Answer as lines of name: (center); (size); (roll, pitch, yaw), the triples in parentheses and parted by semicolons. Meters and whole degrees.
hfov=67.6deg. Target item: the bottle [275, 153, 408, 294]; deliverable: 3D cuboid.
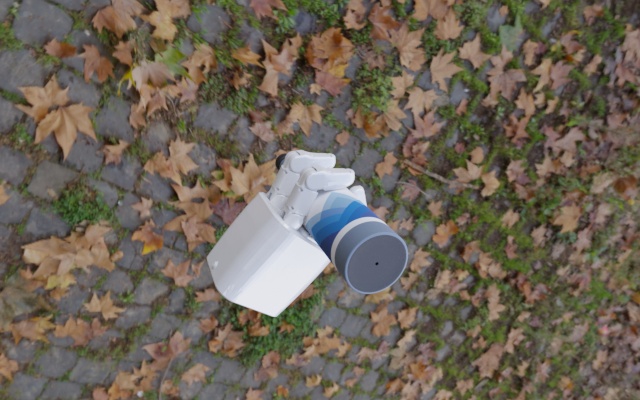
bottle: (0.000, 0.002, 0.569); (0.069, 0.069, 0.295); (0, 23, -23)
